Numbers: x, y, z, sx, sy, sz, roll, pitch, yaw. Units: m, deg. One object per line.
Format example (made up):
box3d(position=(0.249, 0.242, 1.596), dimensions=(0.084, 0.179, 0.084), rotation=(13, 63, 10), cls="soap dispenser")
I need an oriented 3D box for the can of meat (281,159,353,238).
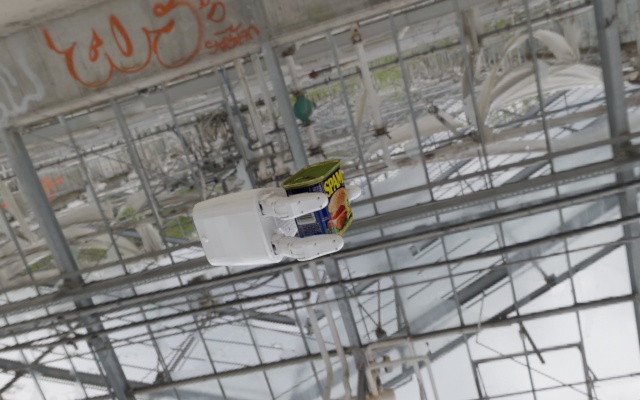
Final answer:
box3d(position=(0.000, 0.002, 0.614), dimensions=(0.057, 0.084, 0.102), rotation=(-10, 15, 23), cls="can of meat")
